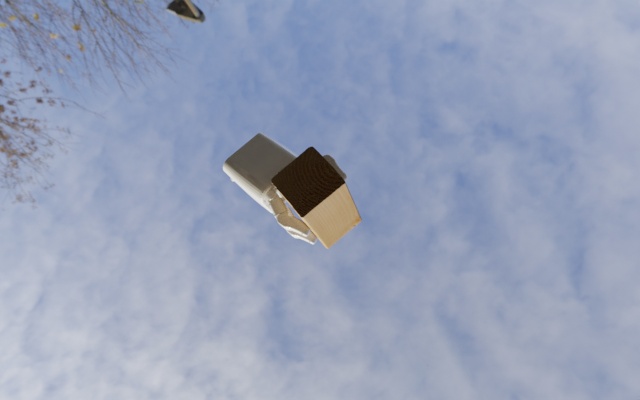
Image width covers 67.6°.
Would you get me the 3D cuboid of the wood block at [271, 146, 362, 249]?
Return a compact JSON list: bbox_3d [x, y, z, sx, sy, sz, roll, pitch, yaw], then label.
[{"bbox_3d":[0.000,0.002,0.842,0.091,0.090,0.206,-40,-22,-3],"label":"wood block"}]
